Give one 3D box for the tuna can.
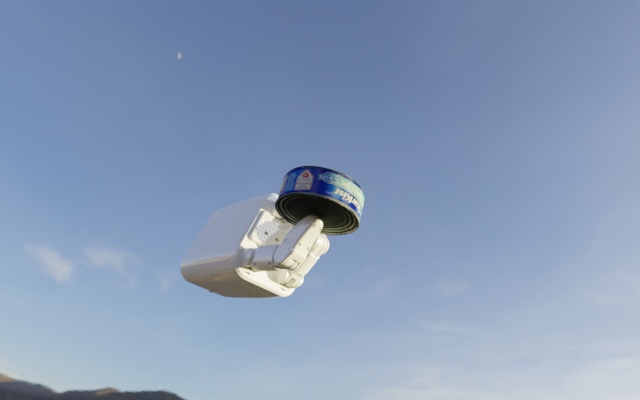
[{"bbox_3d":[0.000,0.001,0.477,0.086,0.033,0.086,12,-27,6],"label":"tuna can"}]
